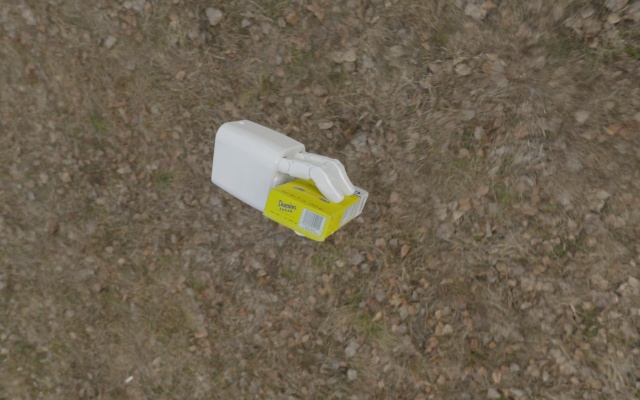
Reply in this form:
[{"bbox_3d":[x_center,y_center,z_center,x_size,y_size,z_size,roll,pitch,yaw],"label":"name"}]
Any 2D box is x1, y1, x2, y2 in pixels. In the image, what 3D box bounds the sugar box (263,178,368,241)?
[{"bbox_3d":[0.000,0.002,0.699,0.093,0.048,0.176,25,22,15],"label":"sugar box"}]
